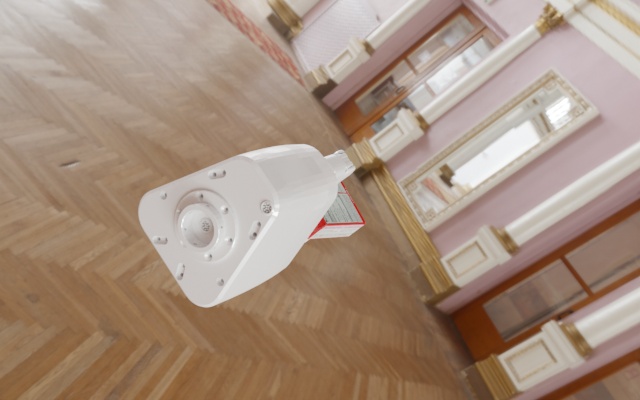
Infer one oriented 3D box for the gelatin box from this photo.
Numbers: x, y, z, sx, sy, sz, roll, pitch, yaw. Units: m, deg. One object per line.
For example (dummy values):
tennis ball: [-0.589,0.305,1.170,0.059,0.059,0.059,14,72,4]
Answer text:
gelatin box: [0.001,0.001,0.489,0.030,0.073,0.089,-38,-20,26]
